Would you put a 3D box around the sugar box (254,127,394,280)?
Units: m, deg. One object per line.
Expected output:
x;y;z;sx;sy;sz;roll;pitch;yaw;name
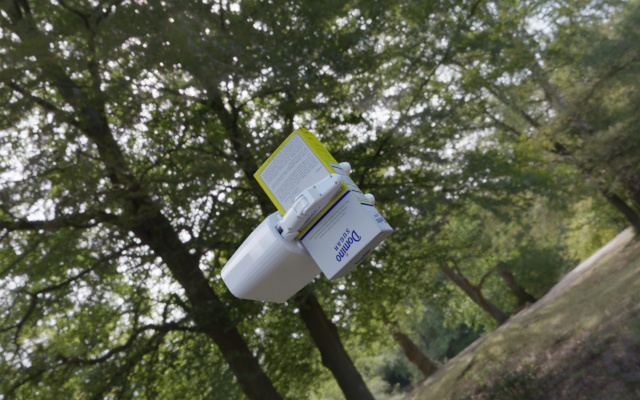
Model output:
0.000;0.002;0.598;0.093;0.176;0.048;-45;-21;19;sugar box
